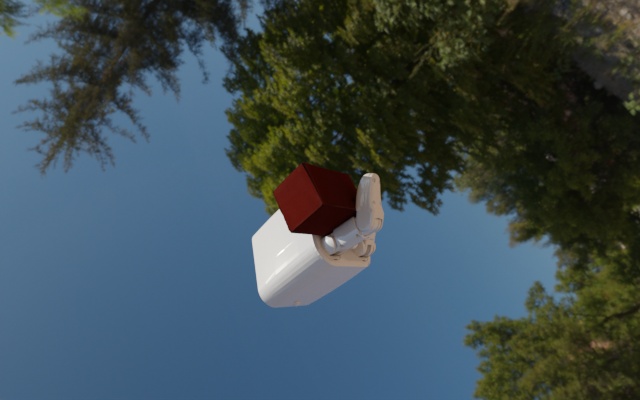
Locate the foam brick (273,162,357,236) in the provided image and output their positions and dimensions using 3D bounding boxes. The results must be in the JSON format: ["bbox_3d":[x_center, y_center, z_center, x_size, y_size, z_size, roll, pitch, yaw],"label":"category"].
[{"bbox_3d":[0.000,0.001,0.494,0.051,0.053,0.078,-40,-30,27],"label":"foam brick"}]
